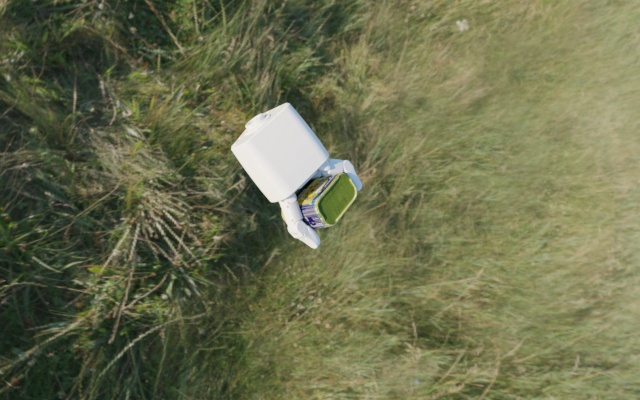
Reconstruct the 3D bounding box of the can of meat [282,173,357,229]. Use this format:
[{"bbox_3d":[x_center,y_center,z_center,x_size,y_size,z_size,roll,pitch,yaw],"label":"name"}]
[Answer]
[{"bbox_3d":[0.000,0.003,0.777,0.084,0.057,0.102,-12,30,47],"label":"can of meat"}]
